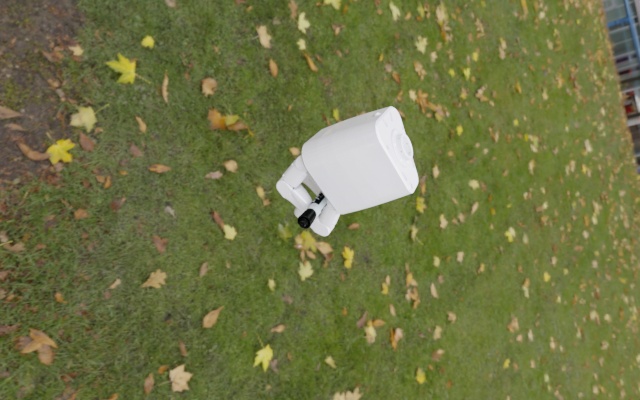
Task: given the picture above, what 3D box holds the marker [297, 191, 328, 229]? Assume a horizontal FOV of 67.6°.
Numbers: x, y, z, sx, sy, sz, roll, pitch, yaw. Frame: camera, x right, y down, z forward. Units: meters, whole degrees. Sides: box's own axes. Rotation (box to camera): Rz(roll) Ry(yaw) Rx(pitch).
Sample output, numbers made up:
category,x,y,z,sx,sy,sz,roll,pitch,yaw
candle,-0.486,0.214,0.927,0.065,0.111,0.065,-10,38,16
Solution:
category,x,y,z,sx,sy,sz,roll,pitch,yaw
marker,0.000,0.002,0.636,0.020,0.020,0.121,0,27,25
